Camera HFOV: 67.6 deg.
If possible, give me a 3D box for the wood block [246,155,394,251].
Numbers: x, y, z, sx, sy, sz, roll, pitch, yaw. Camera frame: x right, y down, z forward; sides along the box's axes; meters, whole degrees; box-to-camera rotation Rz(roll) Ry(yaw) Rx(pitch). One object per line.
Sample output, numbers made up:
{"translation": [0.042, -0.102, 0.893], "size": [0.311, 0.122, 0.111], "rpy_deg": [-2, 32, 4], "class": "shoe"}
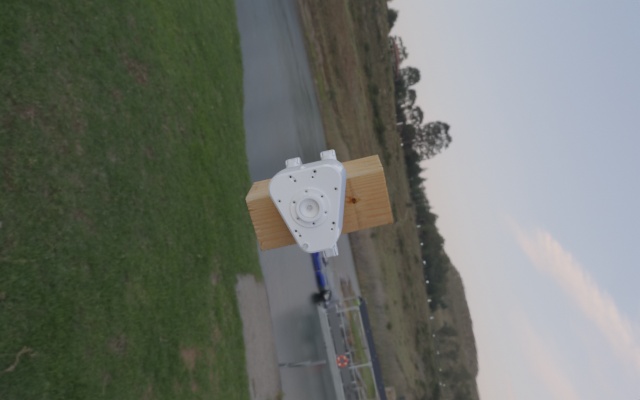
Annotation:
{"translation": [0.000, 0.003, 0.745], "size": [0.206, 0.091, 0.090], "rpy_deg": [-12, 18, 5], "class": "wood block"}
